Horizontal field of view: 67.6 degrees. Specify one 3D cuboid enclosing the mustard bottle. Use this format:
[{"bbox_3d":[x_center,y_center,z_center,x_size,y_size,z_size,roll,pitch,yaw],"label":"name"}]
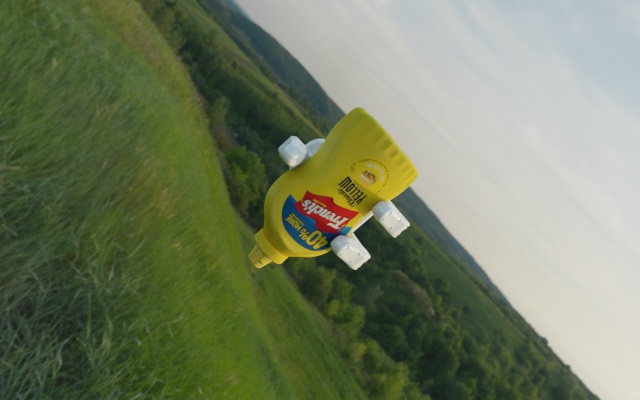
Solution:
[{"bbox_3d":[0.000,0.002,0.490,0.096,0.191,0.058,44,10,-31],"label":"mustard bottle"}]
